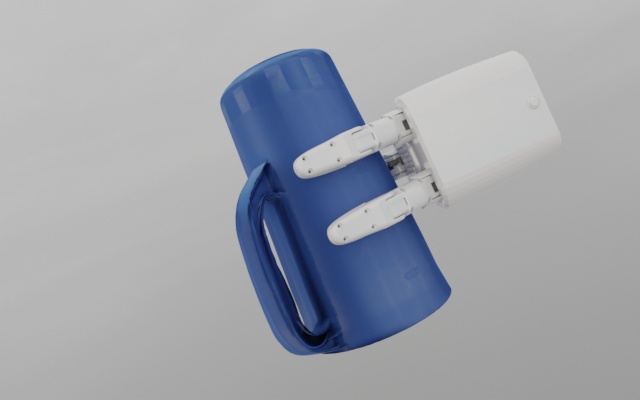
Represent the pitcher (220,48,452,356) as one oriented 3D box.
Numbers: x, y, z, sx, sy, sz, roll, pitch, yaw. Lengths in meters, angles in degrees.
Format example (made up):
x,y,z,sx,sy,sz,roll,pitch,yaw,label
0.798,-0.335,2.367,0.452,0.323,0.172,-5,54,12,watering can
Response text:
x,y,z,sx,sy,sz,roll,pitch,yaw,label
0.000,0.001,0.414,0.145,0.243,0.149,-24,-1,0,pitcher
